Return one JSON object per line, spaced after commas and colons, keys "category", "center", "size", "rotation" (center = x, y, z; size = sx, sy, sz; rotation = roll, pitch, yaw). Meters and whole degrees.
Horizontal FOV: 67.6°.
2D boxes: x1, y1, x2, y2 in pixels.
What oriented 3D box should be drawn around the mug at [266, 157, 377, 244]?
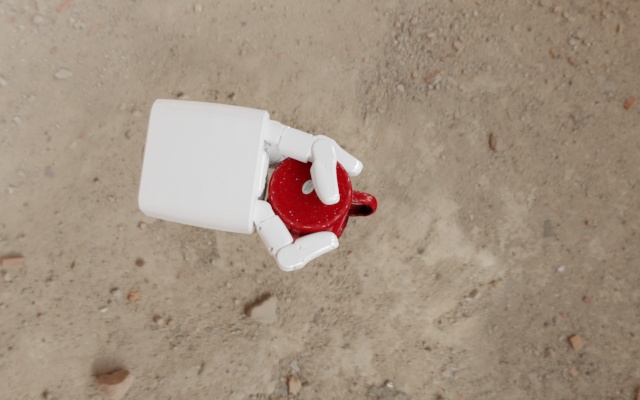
{"category": "mug", "center": [0.002, 0.002, 0.489], "size": [0.117, 0.093, 0.081], "rotation": [7, -16, -2]}
